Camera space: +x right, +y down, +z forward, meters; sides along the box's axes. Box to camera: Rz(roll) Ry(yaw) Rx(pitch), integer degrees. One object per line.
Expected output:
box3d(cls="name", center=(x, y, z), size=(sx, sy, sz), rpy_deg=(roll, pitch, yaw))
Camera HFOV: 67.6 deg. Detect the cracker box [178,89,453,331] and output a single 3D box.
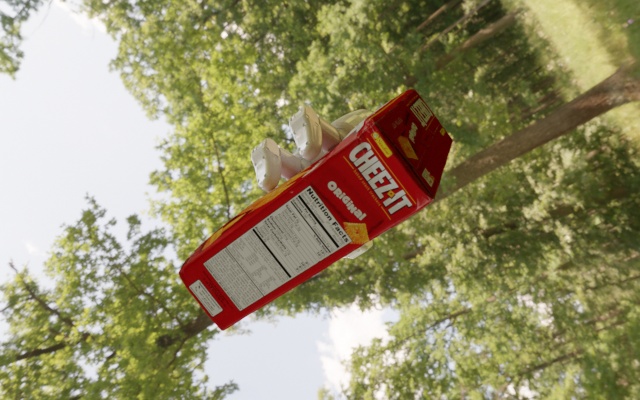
box3d(cls="cracker box", center=(0.000, 0.002, 0.413), size=(0.214, 0.072, 0.164), rpy_deg=(-36, 6, 27))
